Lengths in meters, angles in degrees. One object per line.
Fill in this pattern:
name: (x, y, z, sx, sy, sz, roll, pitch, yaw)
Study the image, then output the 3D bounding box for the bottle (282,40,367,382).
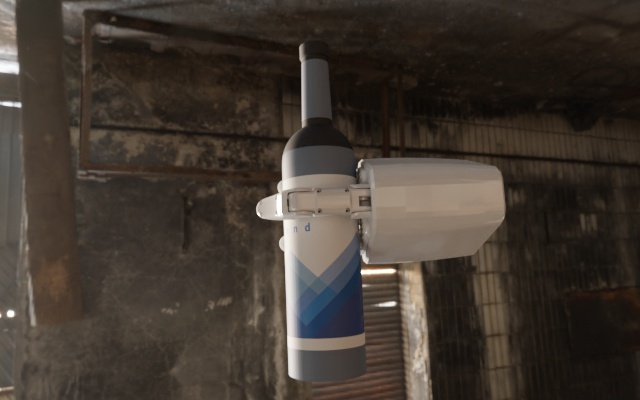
bottle: (0.000, 0.002, 0.427, 0.069, 0.295, 0.069, -2, -8, 0)
